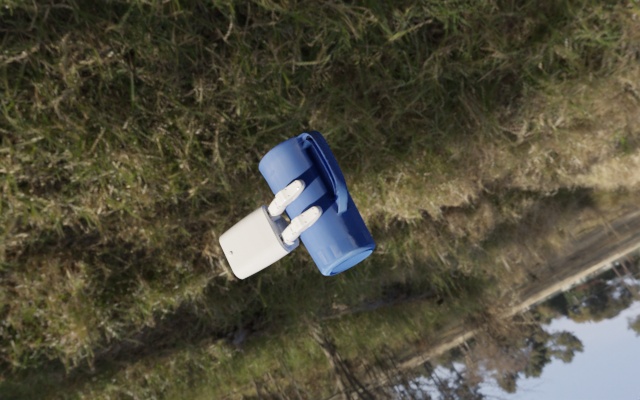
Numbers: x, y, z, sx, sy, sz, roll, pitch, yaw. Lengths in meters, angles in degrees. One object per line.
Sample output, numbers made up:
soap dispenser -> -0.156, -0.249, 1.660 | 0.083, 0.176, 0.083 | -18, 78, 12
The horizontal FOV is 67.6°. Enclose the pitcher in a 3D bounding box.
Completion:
pitcher -> 0.000, 0.003, 0.861 | 0.145, 0.242, 0.149 | -33, -17, 11
